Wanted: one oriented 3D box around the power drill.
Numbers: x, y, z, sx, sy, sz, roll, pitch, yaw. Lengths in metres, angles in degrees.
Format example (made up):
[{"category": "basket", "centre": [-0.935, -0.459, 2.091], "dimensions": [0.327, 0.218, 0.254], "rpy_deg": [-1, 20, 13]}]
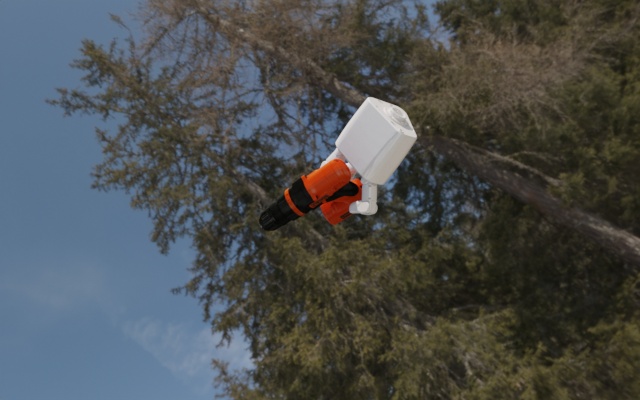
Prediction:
[{"category": "power drill", "centre": [0.001, 0.003, 0.860], "dimensions": [0.184, 0.057, 0.187], "rpy_deg": [-33, -18, 19]}]
